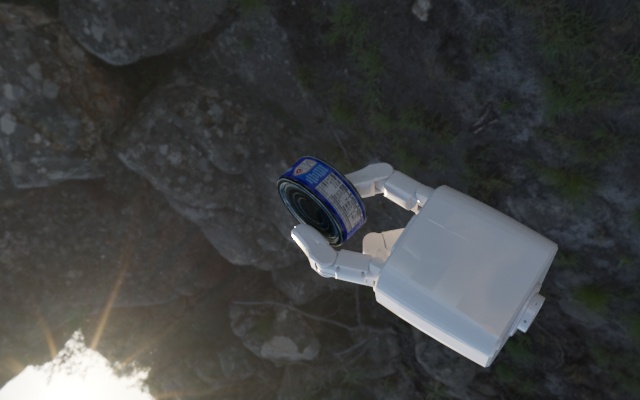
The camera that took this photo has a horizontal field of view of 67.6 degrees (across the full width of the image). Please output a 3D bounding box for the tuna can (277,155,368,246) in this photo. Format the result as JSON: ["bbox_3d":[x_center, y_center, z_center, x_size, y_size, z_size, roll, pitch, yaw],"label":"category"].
[{"bbox_3d":[0.000,0.002,0.441,0.033,0.086,0.086,-44,19,-21],"label":"tuna can"}]
